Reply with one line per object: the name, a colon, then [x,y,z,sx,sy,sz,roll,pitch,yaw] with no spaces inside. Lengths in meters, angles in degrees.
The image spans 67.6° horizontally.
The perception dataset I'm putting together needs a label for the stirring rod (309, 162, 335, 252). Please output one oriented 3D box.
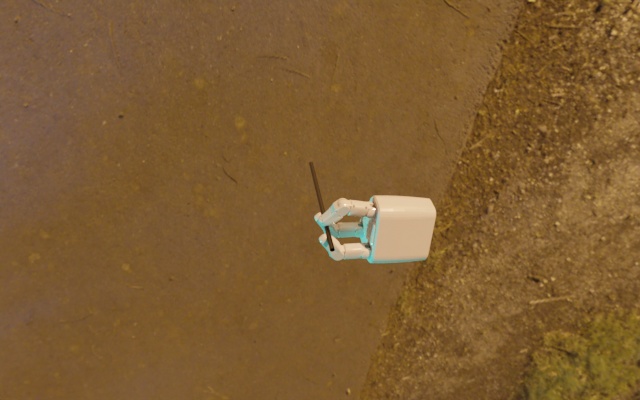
stirring rod: [0.000,0.003,0.855,0.011,0.011,0.239,0,40,-12]
